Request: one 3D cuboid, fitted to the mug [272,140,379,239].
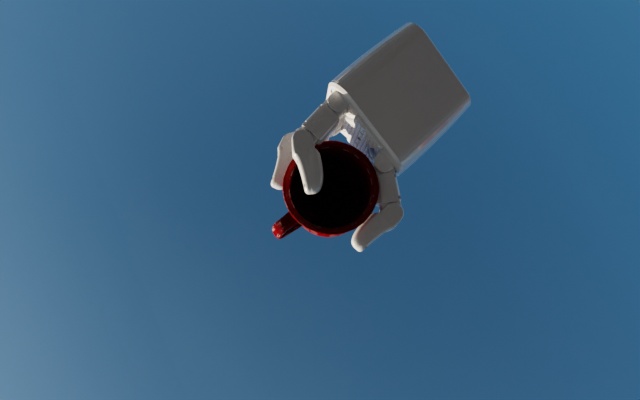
[{"bbox_3d":[-0.001,0.003,0.496,0.117,0.093,0.081,-39,-7,-8],"label":"mug"}]
